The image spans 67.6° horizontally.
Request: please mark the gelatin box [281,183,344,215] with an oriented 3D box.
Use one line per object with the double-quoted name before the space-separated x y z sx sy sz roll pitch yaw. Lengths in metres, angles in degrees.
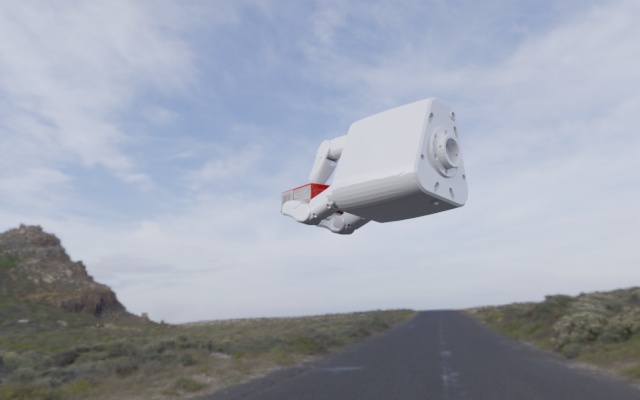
"gelatin box" 0.000 0.002 0.611 0.073 0.030 0.089 7 -11 -29
